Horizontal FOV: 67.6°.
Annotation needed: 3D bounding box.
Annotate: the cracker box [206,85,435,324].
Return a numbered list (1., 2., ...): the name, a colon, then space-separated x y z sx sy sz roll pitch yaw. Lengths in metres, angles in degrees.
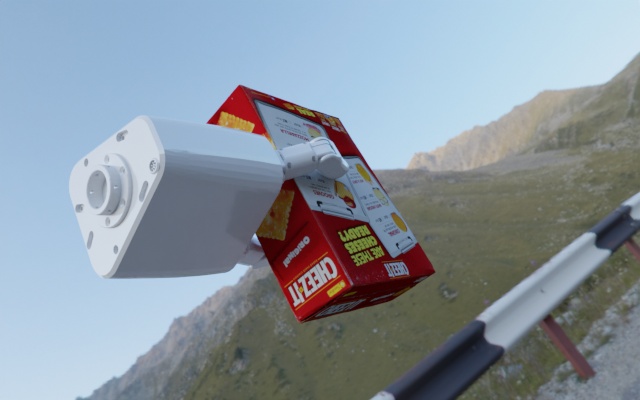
1. cracker box: 0.000 0.001 0.470 0.072 0.213 0.164 -41 -25 27
